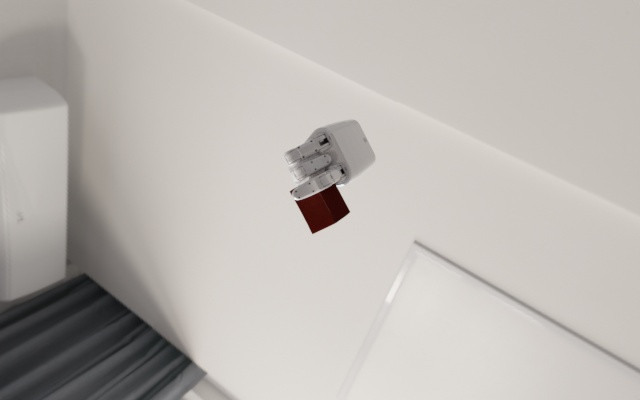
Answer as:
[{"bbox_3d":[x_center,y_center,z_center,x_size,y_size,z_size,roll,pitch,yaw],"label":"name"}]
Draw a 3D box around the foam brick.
[{"bbox_3d":[0.000,0.003,0.747,0.053,0.078,0.051,-25,4,35],"label":"foam brick"}]
